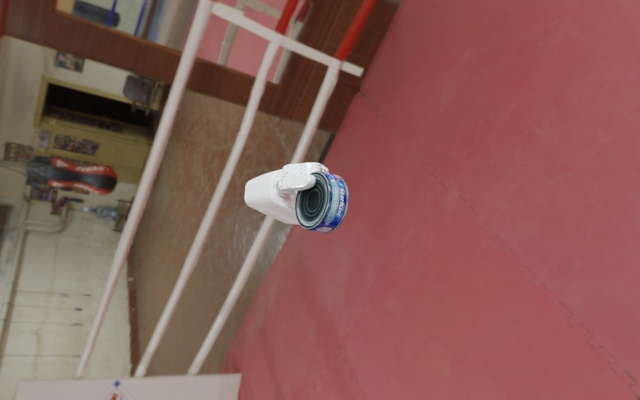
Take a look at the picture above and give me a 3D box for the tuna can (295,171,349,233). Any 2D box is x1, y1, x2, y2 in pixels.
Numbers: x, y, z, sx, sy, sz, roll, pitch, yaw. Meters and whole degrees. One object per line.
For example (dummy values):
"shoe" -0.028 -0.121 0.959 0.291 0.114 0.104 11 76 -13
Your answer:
"tuna can" 0.000 0.002 0.678 0.034 0.086 0.086 12 -7 -36
